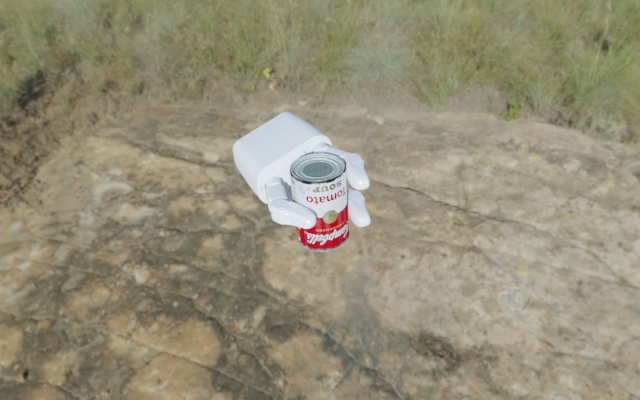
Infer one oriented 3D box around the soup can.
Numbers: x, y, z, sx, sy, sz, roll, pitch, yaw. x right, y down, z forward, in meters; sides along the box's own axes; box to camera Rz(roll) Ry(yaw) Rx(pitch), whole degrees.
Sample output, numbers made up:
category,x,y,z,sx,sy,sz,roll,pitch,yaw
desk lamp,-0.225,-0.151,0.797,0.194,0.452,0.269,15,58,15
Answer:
category,x,y,z,sx,sy,sz,roll,pitch,yaw
soup can,0.000,0.002,0.583,0.068,0.102,0.068,-3,34,2
